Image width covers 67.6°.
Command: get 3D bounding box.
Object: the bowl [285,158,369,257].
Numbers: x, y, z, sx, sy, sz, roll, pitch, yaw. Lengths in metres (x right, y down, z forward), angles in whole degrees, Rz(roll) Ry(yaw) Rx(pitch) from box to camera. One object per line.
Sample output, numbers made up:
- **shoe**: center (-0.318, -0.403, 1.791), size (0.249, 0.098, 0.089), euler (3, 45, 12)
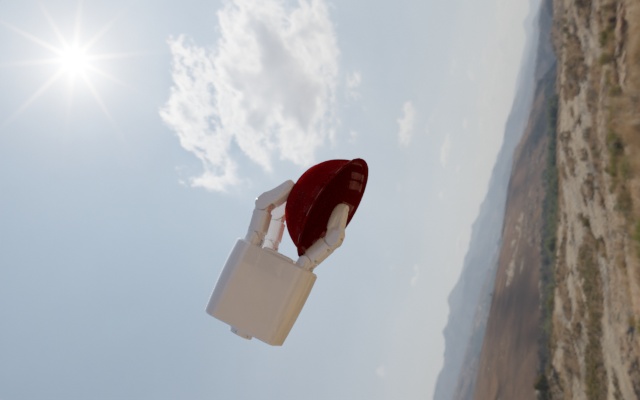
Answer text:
- **bowl**: center (0.001, 0.001, 0.663), size (0.055, 0.162, 0.162), euler (32, 13, 22)
